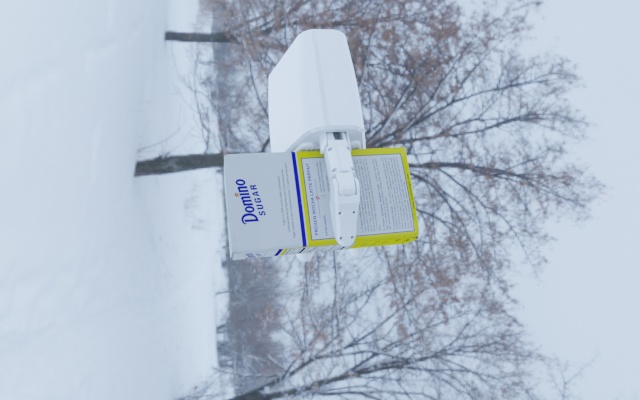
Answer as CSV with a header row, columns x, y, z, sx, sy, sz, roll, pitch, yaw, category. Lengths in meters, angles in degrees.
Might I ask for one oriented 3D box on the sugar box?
x,y,z,sx,sy,sz,roll,pitch,yaw,category
0.000,0.001,0.454,0.176,0.093,0.048,-4,-15,-12,sugar box
